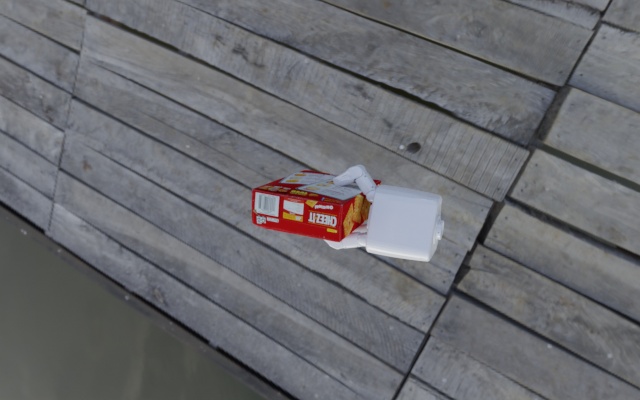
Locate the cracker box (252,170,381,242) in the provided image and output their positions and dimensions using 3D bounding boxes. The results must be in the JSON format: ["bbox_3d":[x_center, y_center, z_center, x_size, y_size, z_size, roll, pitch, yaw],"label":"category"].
[{"bbox_3d":[0.000,0.003,0.857,0.164,0.072,0.213,9,15,21],"label":"cracker box"}]
